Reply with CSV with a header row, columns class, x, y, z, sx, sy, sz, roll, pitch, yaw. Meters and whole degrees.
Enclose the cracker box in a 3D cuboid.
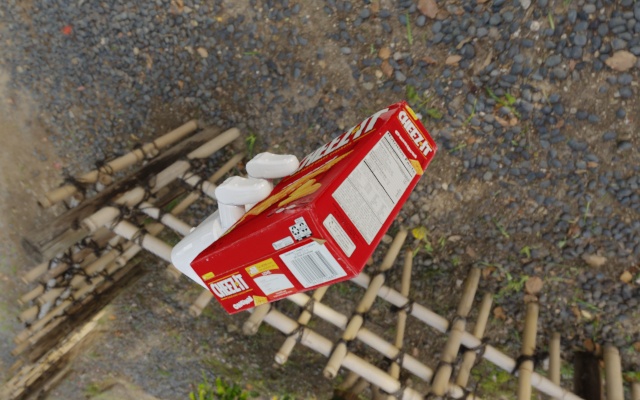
class,x,y,z,sx,sy,sz,roll,pitch,yaw
cracker box,0.000,0.002,0.459,0.164,0.072,0.213,-26,16,41
